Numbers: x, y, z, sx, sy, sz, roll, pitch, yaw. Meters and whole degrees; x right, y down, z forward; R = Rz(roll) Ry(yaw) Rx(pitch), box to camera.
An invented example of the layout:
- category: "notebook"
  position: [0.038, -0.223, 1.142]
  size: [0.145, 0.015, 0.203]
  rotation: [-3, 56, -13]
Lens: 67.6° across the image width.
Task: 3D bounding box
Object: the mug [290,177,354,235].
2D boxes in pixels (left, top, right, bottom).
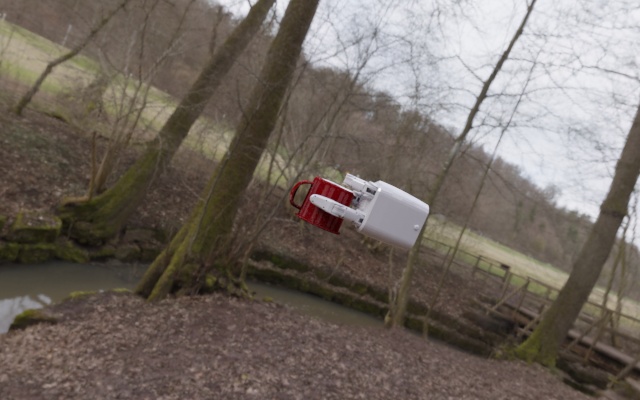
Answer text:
- category: "mug"
  position: [-0.001, 0.002, 0.883]
  size: [0.117, 0.081, 0.093]
  rotation: [24, 3, -13]
